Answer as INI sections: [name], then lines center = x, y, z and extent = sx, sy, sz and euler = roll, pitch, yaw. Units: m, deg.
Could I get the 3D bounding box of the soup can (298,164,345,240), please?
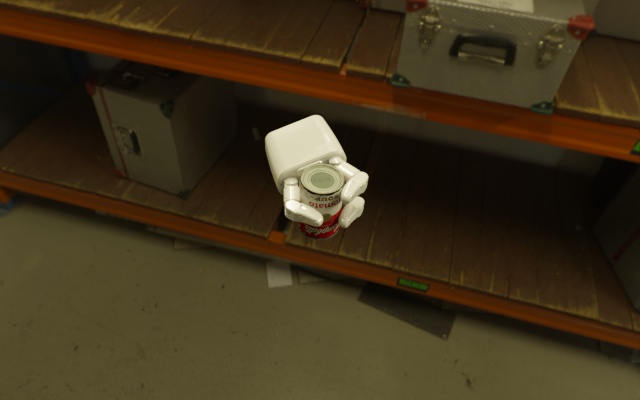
[soup can]
center = 0.000, 0.003, 0.734
extent = 0.068, 0.068, 0.102
euler = 0, -44, -5
